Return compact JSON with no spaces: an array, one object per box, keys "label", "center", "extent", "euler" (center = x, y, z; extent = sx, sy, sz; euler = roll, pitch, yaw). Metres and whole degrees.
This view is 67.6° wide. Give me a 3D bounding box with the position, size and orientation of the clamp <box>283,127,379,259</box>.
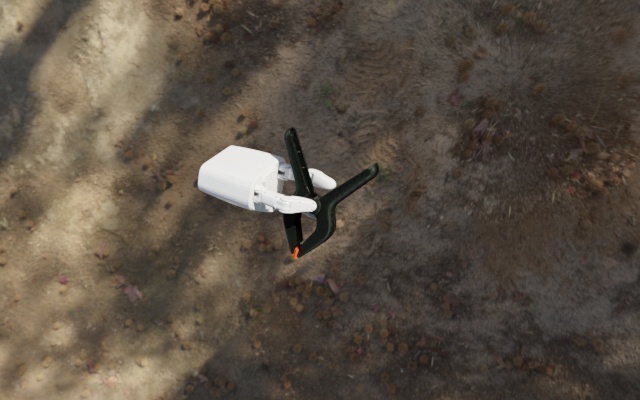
[{"label":"clamp","center":[-0.001,0.003,0.768],"extent":[0.164,0.210,0.036],"euler":[18,19,22]}]
